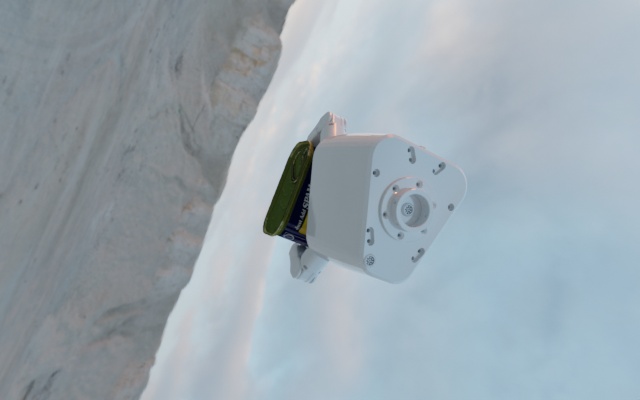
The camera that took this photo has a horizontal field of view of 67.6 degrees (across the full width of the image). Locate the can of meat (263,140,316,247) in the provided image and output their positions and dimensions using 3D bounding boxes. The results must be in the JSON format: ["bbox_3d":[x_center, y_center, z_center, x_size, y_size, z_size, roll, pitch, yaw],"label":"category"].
[{"bbox_3d":[0.000,0.002,0.493,0.084,0.102,0.057,23,-6,-21],"label":"can of meat"}]
